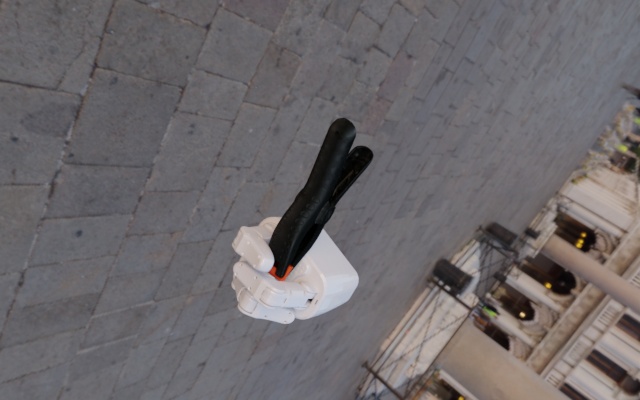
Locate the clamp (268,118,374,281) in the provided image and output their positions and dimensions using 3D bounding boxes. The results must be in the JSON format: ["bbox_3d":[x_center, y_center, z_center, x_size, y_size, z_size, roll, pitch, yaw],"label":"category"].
[{"bbox_3d":[0.000,0.002,0.485,0.039,0.171,0.120,36,12,22],"label":"clamp"}]
